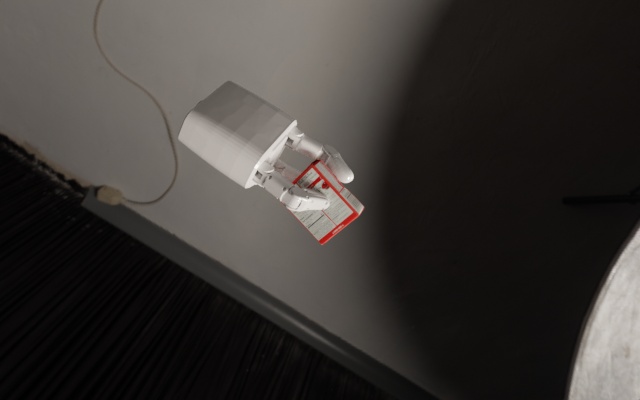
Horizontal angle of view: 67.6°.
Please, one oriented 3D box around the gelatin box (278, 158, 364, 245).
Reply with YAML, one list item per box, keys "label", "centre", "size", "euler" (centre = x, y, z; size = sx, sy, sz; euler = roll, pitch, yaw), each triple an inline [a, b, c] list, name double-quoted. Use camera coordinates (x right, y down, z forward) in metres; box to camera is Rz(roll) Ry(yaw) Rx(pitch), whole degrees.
- label: "gelatin box"
  centre: [0.000, 0.002, 0.619]
  size: [0.073, 0.089, 0.030]
  euler: [-42, 3, 30]
